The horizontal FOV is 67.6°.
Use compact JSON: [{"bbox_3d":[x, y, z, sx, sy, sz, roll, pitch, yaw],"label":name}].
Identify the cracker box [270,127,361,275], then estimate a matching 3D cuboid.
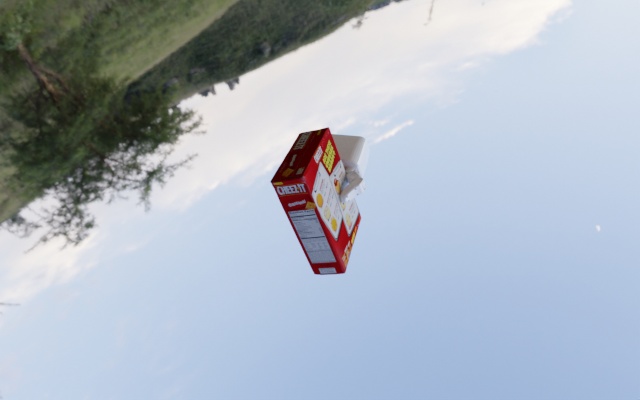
[{"bbox_3d":[0.000,0.003,0.865,0.072,0.214,0.164,-8,34,24],"label":"cracker box"}]
